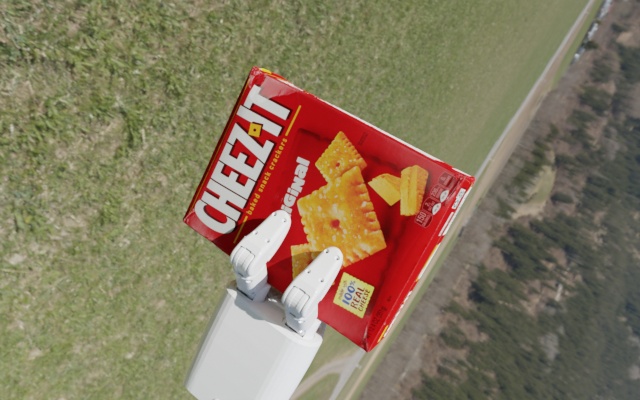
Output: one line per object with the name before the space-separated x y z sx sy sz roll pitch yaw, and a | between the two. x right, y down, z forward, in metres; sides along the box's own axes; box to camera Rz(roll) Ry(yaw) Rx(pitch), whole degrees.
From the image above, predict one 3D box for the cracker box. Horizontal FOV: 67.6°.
cracker box | 0.000 0.001 0.427 0.213 0.164 0.072 31 11 19
